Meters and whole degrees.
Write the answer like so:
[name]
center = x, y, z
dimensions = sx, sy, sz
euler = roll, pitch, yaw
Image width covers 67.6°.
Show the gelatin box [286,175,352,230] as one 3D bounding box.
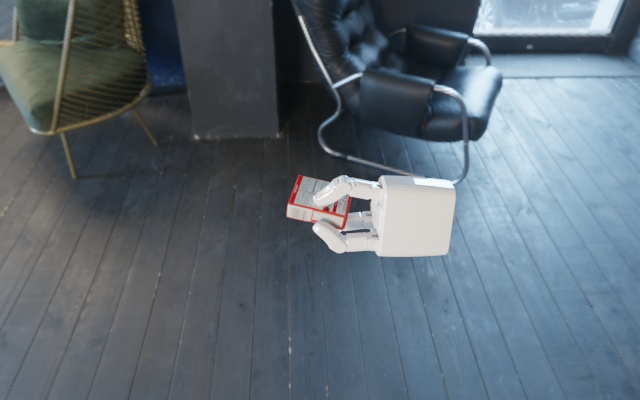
[gelatin box]
center = 0.000, 0.002, 0.718
dimensions = 0.089, 0.030, 0.073
euler = 13, 40, 2
